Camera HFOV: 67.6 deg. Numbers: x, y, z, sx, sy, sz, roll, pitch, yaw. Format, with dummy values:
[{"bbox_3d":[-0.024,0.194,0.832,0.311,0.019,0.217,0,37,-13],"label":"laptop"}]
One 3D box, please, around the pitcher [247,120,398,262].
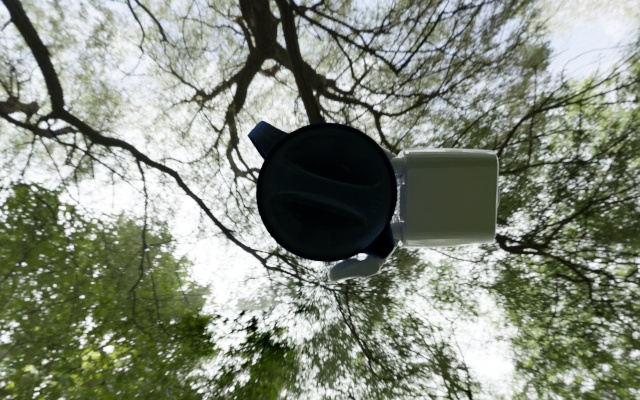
[{"bbox_3d":[0.000,0.002,0.558,0.145,0.149,0.243,-3,-10,0],"label":"pitcher"}]
